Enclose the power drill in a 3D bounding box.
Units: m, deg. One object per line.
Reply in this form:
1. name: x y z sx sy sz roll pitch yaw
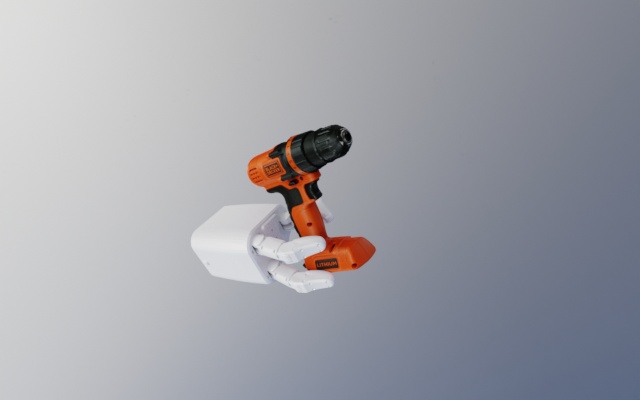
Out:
1. power drill: 0.000 0.003 0.630 0.184 0.188 0.057 -15 15 47
